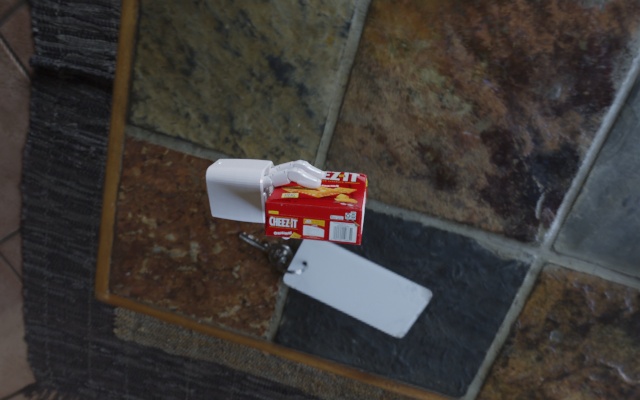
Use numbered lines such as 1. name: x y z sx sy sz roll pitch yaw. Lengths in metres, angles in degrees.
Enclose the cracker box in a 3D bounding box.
1. cracker box: 0.000 0.003 0.881 0.164 0.072 0.213 5 20 6
